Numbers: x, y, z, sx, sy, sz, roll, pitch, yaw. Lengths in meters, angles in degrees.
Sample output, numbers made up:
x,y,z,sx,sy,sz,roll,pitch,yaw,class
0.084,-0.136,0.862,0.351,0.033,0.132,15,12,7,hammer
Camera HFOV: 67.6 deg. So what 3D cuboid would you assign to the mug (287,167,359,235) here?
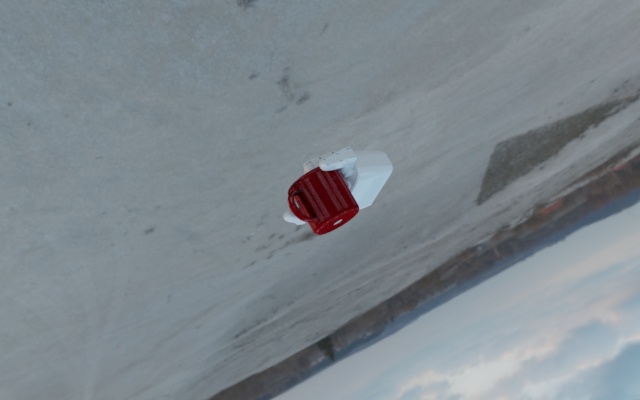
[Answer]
x,y,z,sx,sy,sz,roll,pitch,yaw,class
-0.001,0.003,0.738,0.117,0.081,0.093,-13,-23,-47,mug
